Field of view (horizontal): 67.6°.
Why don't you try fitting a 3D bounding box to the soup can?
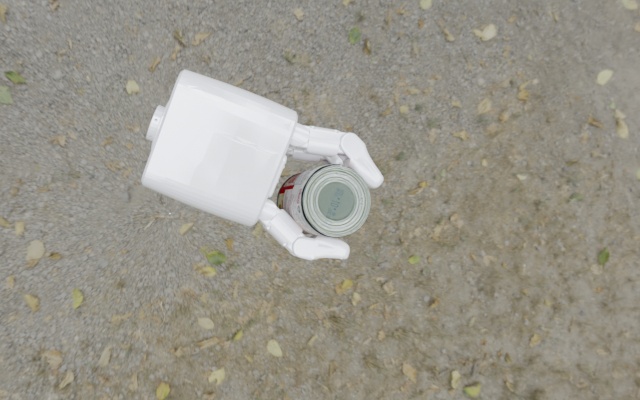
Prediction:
[{"bbox_3d":[0.001,0.002,0.473,0.068,0.068,0.102,0,-1,-17],"label":"soup can"}]
